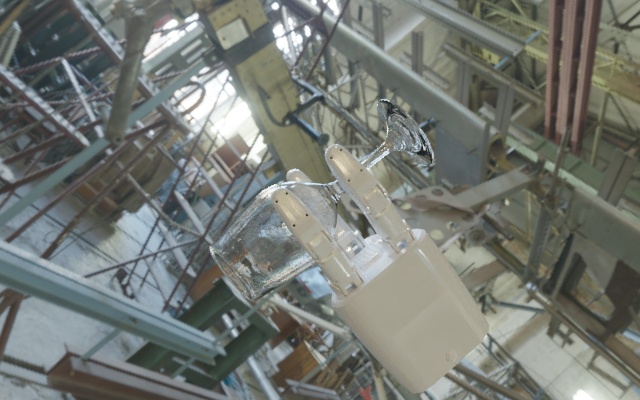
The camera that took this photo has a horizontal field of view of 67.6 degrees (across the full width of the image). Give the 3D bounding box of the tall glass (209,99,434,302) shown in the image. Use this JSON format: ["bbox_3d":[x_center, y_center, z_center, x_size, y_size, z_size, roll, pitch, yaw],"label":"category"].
[{"bbox_3d":[0.000,0.001,0.421,0.201,0.079,0.079,-39,5,-6],"label":"tall glass"}]
